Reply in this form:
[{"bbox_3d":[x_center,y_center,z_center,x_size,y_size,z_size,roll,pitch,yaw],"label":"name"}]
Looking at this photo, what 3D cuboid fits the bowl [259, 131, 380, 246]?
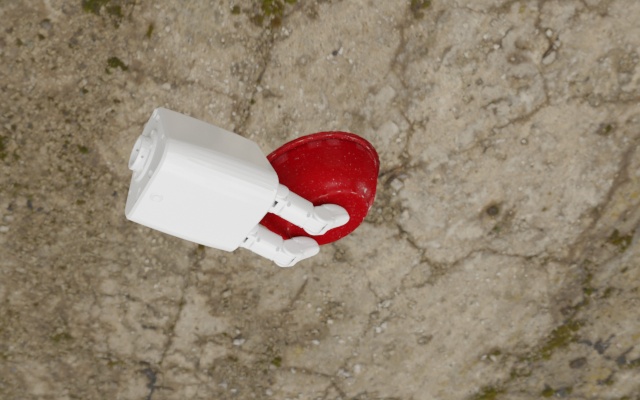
[{"bbox_3d":[0.001,0.002,0.528,0.162,0.055,0.162,-15,-37,-11],"label":"bowl"}]
